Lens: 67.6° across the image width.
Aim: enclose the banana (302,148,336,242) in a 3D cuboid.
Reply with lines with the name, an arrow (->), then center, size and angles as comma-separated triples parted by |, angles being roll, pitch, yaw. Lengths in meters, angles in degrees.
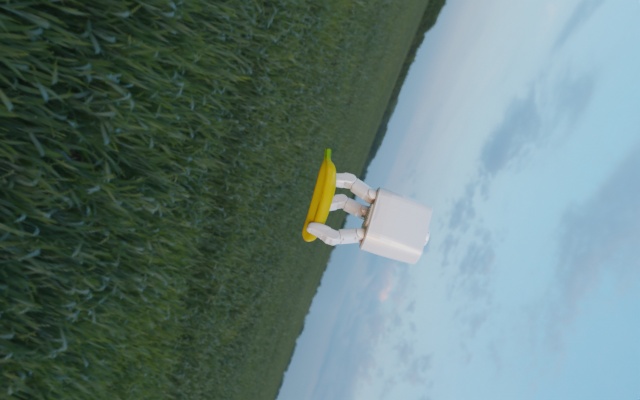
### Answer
banana -> -0.001, 0.009, 0.861 | 0.037, 0.198, 0.069 | 15, 30, -2
